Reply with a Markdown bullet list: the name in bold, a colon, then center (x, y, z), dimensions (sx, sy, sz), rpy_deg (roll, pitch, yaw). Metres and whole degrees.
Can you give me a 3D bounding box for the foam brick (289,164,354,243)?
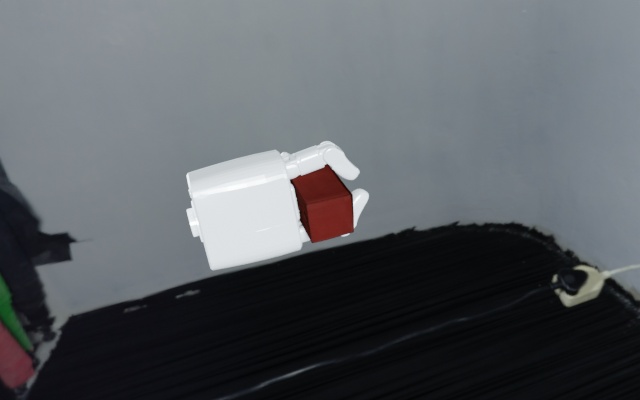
- **foam brick**: center (0.000, 0.002, 0.538), dimensions (0.051, 0.053, 0.078), rpy_deg (-14, 33, -13)
